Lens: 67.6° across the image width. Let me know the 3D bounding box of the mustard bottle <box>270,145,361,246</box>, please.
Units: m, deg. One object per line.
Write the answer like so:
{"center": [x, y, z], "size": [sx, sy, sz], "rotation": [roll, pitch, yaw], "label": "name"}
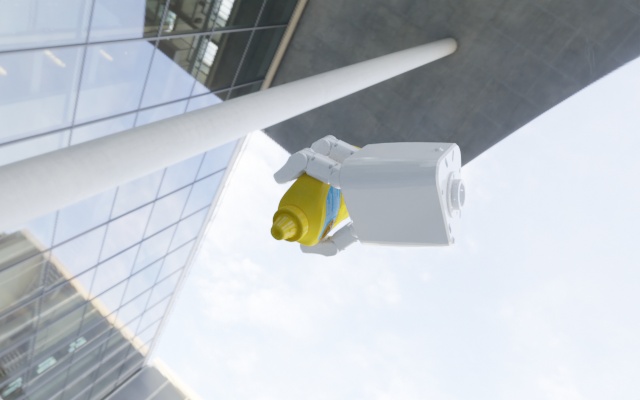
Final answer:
{"center": [0.000, 0.002, 0.580], "size": [0.058, 0.096, 0.191], "rotation": [24, 31, 19], "label": "mustard bottle"}
